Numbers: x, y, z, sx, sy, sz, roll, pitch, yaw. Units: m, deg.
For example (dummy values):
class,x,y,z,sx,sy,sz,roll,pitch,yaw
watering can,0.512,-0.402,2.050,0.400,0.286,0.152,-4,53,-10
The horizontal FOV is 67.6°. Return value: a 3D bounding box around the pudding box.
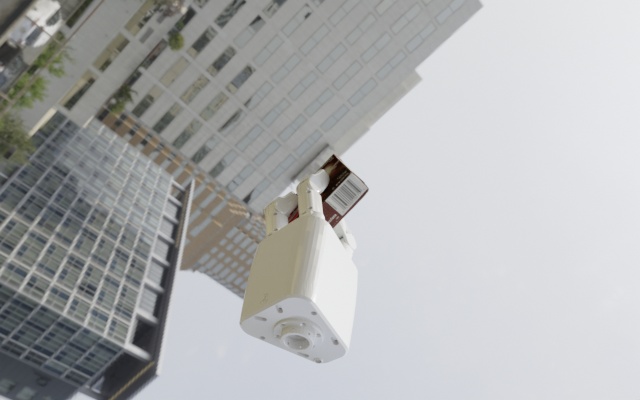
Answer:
class,x,y,z,sx,sy,sz,roll,pitch,yaw
pudding box,0.000,0.002,0.602,0.039,0.113,0.090,43,5,-24
